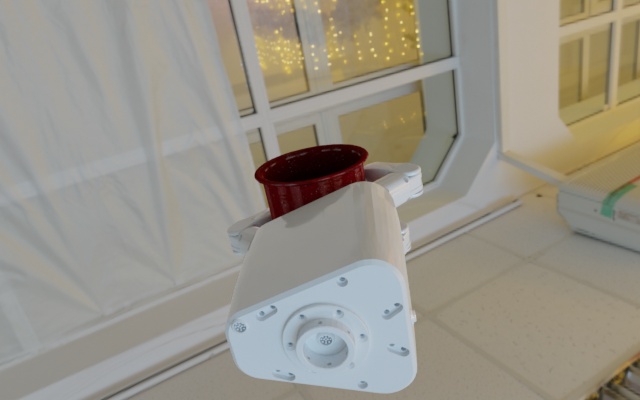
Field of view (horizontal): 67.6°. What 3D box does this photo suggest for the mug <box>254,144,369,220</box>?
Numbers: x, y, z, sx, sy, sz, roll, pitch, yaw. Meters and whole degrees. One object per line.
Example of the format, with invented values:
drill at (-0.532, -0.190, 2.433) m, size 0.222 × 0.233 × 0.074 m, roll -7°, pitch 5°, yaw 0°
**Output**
mug at (0.000, 0.001, 0.410) m, size 0.093 × 0.081 × 0.117 m, roll -9°, pitch 22°, yaw 6°
